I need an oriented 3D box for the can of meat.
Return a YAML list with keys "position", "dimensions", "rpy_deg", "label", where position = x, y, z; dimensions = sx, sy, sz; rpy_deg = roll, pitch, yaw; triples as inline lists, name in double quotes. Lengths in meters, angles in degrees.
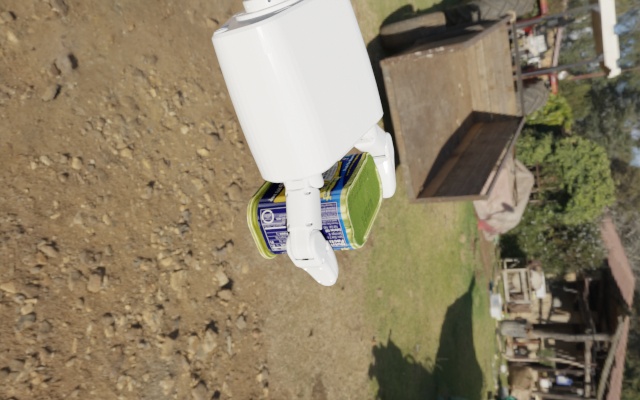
- position: [0.000, 0.001, 0.404]
  dimensions: [0.084, 0.057, 0.102]
  rpy_deg: [-6, 27, 24]
  label: "can of meat"
